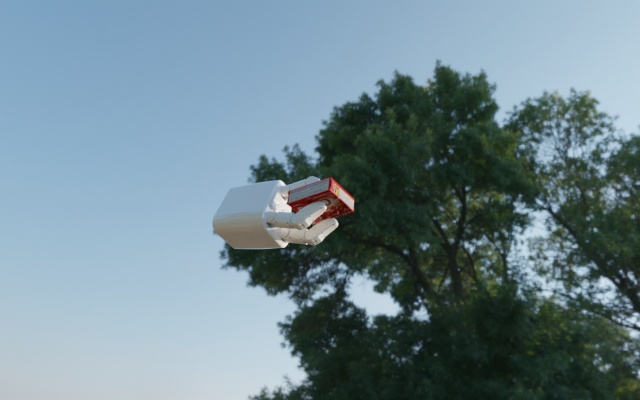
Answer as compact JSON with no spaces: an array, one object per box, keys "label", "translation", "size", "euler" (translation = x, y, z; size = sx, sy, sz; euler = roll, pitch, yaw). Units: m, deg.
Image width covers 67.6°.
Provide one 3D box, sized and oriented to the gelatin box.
[{"label":"gelatin box","translation":[0.000,0.002,0.792],"size":[0.089,0.030,0.073],"euler":[-18,-40,30]}]
